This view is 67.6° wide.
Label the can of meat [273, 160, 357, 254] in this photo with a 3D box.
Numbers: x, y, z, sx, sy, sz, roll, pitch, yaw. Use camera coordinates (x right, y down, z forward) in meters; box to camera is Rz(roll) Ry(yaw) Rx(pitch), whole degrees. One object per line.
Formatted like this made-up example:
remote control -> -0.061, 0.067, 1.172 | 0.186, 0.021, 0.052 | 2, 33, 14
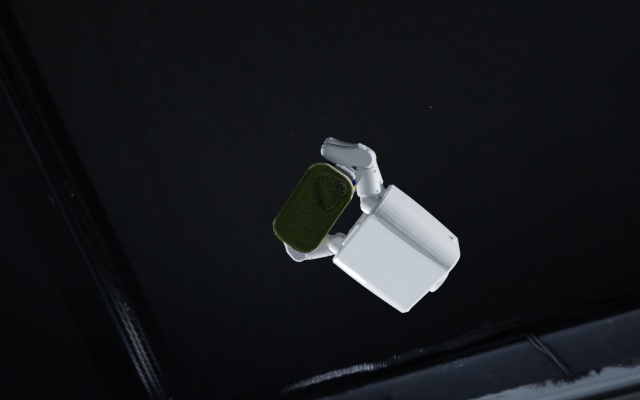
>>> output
can of meat -> 0.000, 0.002, 0.556 | 0.057, 0.102, 0.084 | 35, 16, 5
